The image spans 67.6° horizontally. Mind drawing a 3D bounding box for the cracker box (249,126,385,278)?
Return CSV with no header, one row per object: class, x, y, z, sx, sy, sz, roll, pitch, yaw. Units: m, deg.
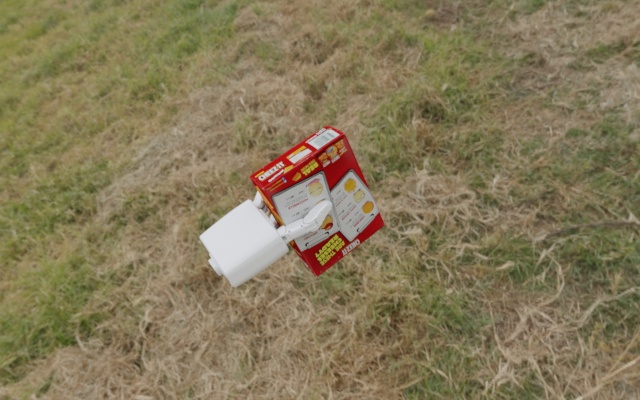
cracker box,0.000,0.003,0.832,0.164,0.214,0.072,-36,35,-11
